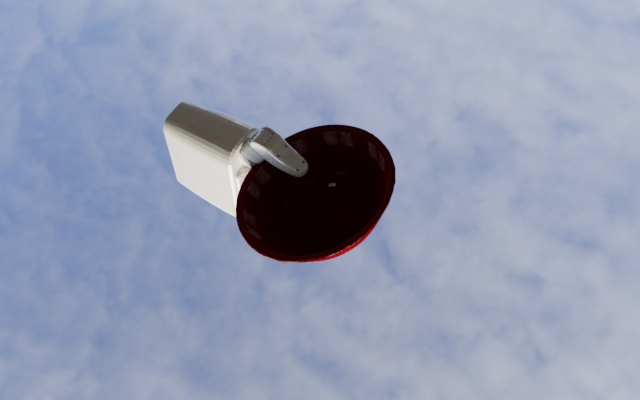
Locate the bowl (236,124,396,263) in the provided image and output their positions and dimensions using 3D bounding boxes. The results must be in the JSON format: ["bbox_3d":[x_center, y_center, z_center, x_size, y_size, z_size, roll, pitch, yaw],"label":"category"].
[{"bbox_3d":[0.001,0.002,0.474,0.162,0.162,0.055,0,-35,24],"label":"bowl"}]
